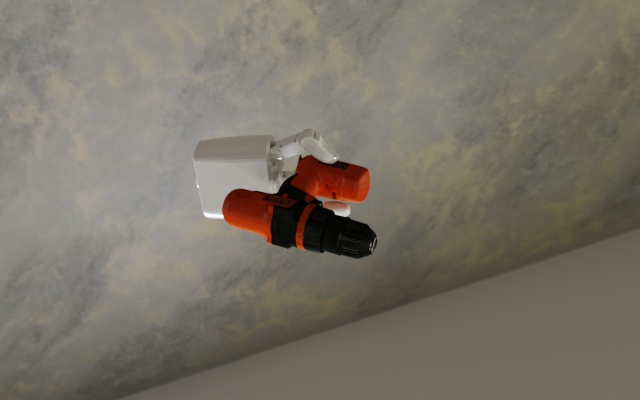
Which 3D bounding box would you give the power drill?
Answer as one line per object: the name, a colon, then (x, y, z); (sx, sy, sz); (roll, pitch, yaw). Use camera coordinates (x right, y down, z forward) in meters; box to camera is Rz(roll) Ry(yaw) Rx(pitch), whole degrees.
power drill: (0.000, 0.002, 0.593); (0.184, 0.057, 0.187); (16, 24, 18)
